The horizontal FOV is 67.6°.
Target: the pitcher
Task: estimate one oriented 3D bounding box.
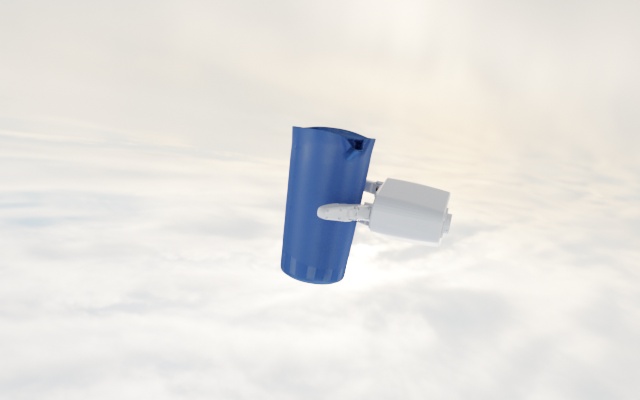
[{"bbox_3d":[0.000,0.003,0.775,0.145,0.243,0.149,12,9,17],"label":"pitcher"}]
